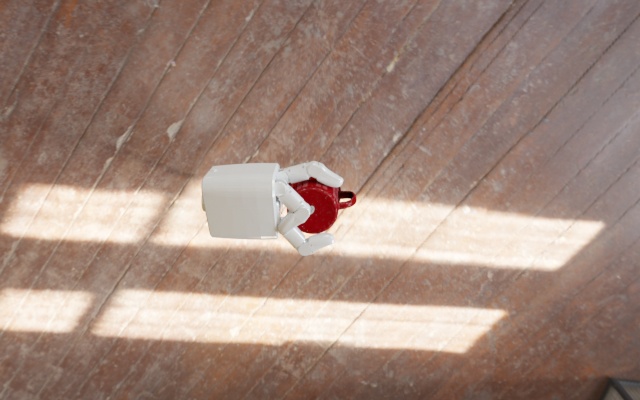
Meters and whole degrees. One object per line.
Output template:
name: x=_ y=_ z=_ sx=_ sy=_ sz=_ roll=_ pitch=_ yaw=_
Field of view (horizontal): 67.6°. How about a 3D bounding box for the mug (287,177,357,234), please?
mug: x=0.002 y=0.003 z=0.774 sx=0.117 sy=0.093 sz=0.081 roll=-2 pitch=21 yaw=2
